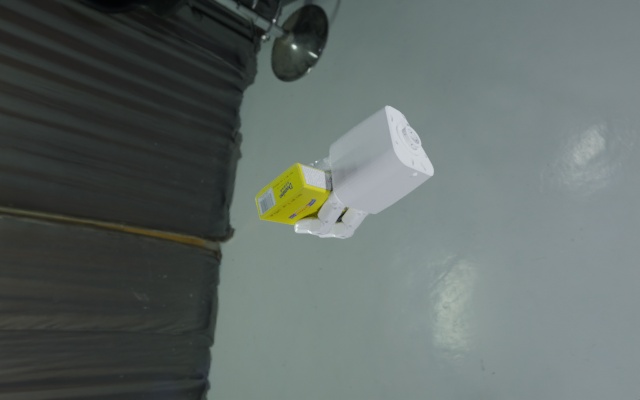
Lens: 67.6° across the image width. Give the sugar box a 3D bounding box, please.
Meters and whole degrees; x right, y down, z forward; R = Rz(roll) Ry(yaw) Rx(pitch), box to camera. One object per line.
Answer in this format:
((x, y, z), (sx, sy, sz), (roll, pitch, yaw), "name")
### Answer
((0.000, 0.003, 0.704), (0.093, 0.048, 0.176), (-35, -33, 32), "sugar box")
